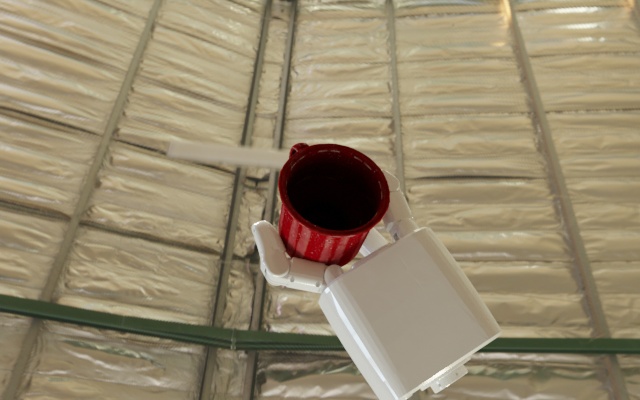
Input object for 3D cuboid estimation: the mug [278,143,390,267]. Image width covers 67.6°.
[{"bbox_3d":[-0.001,0.000,0.429,0.093,0.117,0.081,-21,-27,-22],"label":"mug"}]
